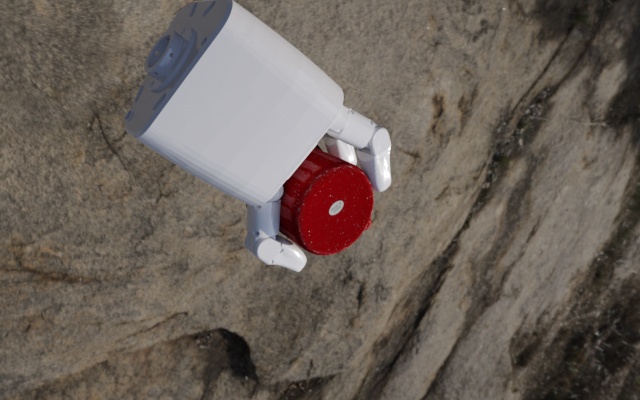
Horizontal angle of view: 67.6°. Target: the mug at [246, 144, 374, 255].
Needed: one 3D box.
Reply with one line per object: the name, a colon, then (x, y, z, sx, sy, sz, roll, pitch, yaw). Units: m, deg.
mug: (0.001, 0.002, 0.427, 0.117, 0.093, 0.081, 29, 0, -39)
